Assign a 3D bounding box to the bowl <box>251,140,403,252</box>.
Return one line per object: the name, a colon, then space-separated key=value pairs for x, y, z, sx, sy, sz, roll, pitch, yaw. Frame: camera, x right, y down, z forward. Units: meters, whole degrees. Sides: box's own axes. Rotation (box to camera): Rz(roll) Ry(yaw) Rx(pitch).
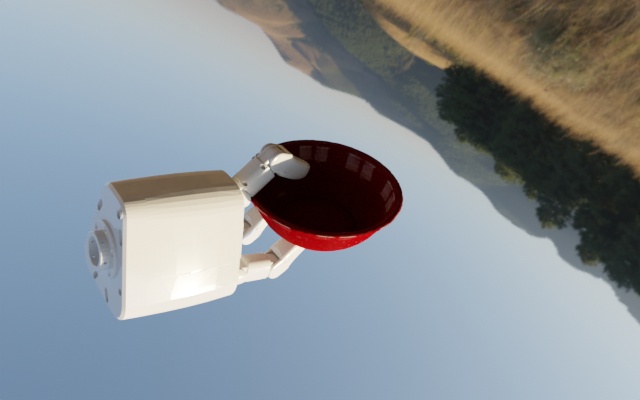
bowl: x=0.001 y=0.002 z=0.496 sx=0.162 sy=0.055 sz=0.162 roll=6 pitch=38 yaw=-5
